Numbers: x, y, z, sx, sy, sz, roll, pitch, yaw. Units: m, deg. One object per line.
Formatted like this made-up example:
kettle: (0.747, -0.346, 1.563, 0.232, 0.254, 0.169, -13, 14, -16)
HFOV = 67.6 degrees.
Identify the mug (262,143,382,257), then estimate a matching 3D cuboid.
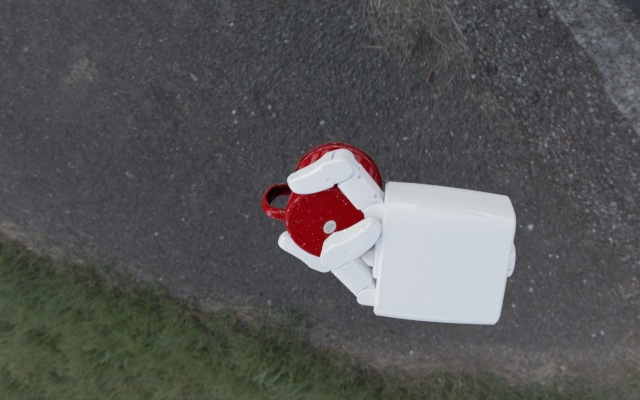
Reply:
mug: (-0.001, 0.001, 0.467, 0.117, 0.093, 0.081, 4, 31, 7)
